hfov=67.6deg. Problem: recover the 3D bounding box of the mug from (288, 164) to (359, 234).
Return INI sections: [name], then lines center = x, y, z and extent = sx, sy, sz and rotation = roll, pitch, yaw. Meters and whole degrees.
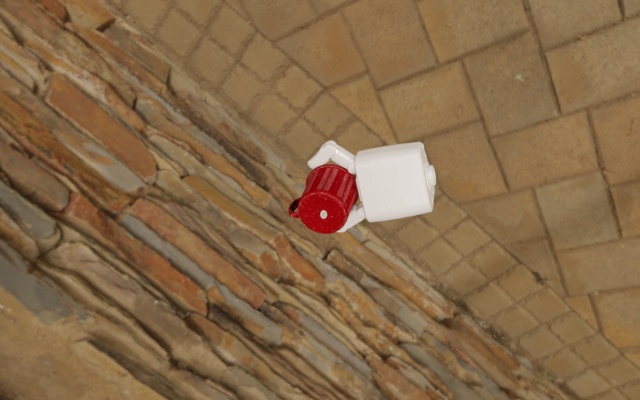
[mug]
center = -0.001, 0.003, 0.774
extent = 0.117, 0.093, 0.081
rotation = -12, 27, 22
